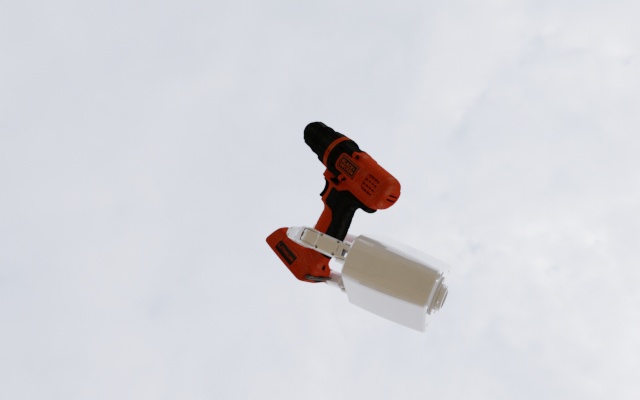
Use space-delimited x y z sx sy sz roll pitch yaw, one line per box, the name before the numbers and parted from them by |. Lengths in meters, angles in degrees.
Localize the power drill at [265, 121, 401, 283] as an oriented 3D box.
power drill | 0.000 0.003 0.649 0.057 0.188 0.184 13 24 -46
